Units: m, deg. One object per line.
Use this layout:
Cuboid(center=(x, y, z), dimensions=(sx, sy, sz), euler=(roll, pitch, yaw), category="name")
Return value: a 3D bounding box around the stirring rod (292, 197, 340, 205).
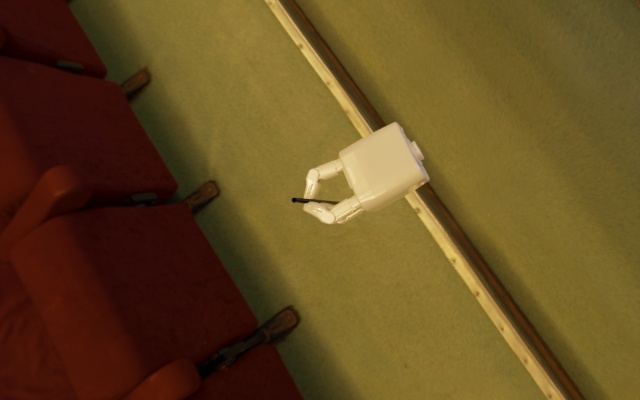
Cuboid(center=(0.000, 0.003, 0.831), dimensions=(0.011, 0.011, 0.239), euler=(0, -2, 19), category="stirring rod")
